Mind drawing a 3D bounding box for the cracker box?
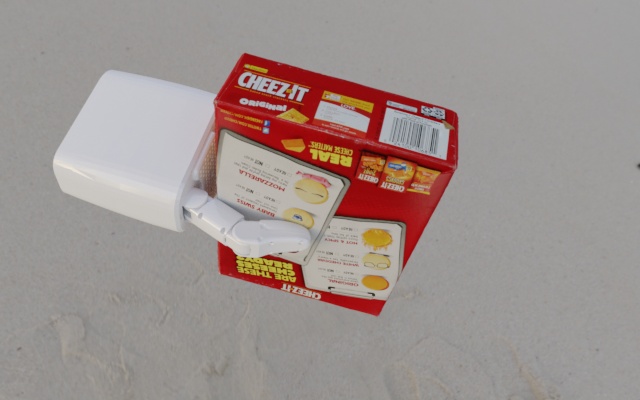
[{"bbox_3d":[0.000,0.001,0.402,0.164,0.072,0.214,15,-40,2],"label":"cracker box"}]
